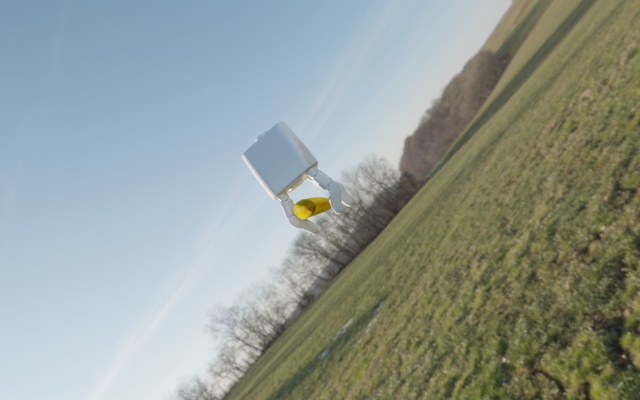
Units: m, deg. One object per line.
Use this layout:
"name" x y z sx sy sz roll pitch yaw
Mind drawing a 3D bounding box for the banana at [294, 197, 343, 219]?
"banana" -0.015 0.010 0.902 0.069 0.037 0.198 -25 -3 18
